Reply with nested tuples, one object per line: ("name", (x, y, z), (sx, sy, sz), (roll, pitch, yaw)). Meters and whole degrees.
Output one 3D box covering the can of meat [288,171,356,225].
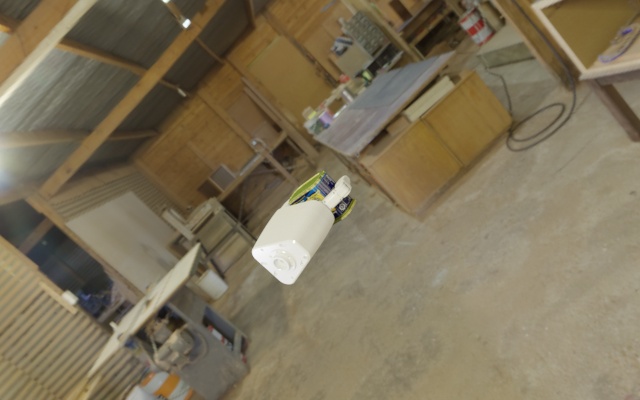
("can of meat", (0.000, 0.003, 0.885), (0.102, 0.084, 0.057), (-34, 17, 43))
